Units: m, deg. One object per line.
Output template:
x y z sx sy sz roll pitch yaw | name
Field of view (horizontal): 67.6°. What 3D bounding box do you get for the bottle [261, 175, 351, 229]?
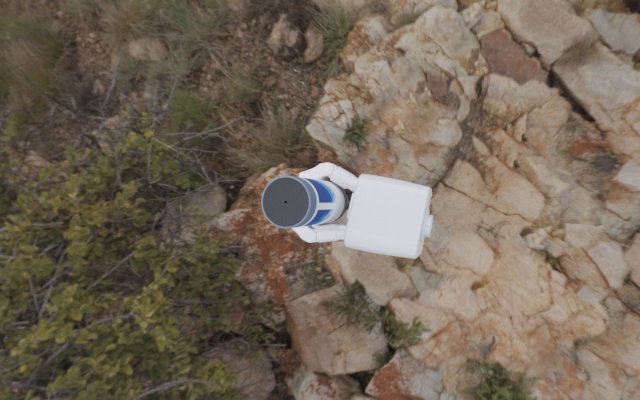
0.000 0.002 0.734 0.069 0.069 0.296 0 0 17 | bottle
